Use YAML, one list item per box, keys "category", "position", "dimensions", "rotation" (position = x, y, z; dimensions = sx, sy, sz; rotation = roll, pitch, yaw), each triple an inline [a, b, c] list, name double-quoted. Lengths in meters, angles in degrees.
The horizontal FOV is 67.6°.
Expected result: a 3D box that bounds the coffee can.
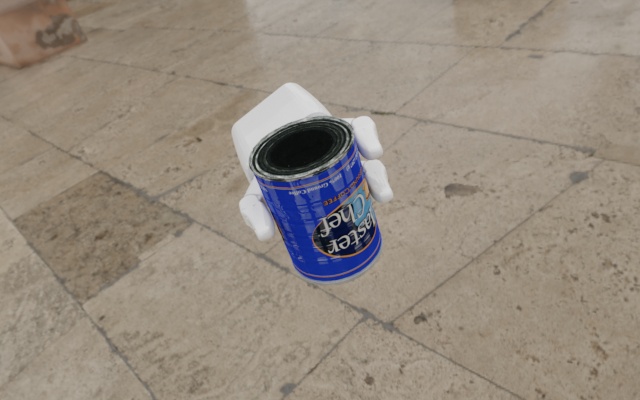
- category: "coffee can"
  position: [0.000, 0.002, 0.482]
  dimensions: [0.103, 0.140, 0.102]
  rotation: [-12, 37, 9]
